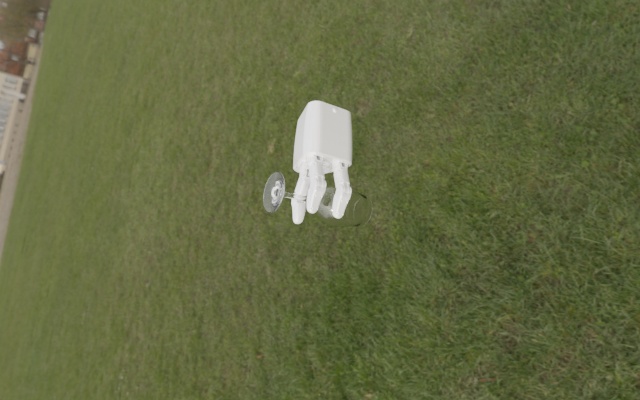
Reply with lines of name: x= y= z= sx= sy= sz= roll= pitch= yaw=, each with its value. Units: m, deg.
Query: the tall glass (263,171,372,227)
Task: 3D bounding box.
tall glass: x=0.000 y=0.003 z=0.886 sx=0.201 sy=0.079 sz=0.079 roll=13 pitch=-7 yaw=-32
